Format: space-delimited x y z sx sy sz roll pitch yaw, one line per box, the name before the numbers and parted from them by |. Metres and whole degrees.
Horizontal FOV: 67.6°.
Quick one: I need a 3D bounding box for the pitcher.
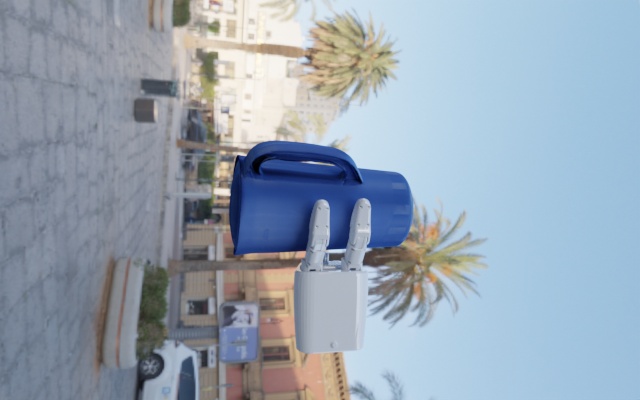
pitcher | 0.000 0.002 0.650 0.243 0.145 0.149 1 -1 -15
